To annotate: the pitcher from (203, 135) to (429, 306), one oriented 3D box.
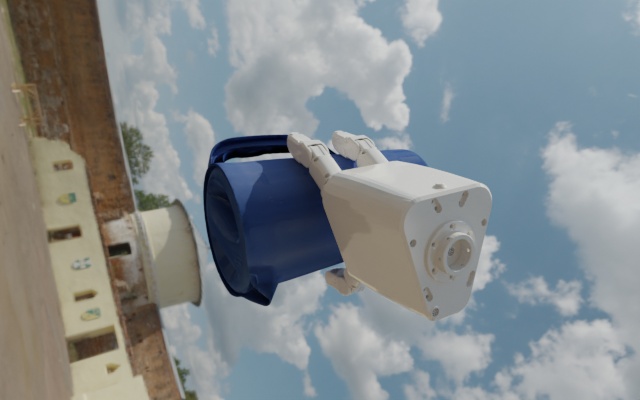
[{"bbox_3d":[0.000,0.002,0.522,0.243,0.149,0.145,-11,16,-27],"label":"pitcher"}]
